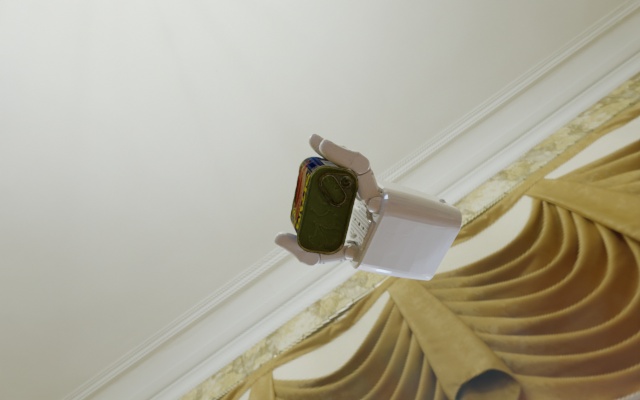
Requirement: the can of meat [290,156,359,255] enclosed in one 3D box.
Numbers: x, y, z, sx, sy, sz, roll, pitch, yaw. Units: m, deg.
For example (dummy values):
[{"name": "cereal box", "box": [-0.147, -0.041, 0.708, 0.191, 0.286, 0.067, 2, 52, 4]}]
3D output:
[{"name": "can of meat", "box": [0.000, 0.002, 0.571, 0.057, 0.102, 0.084, 9, 13, -14]}]
